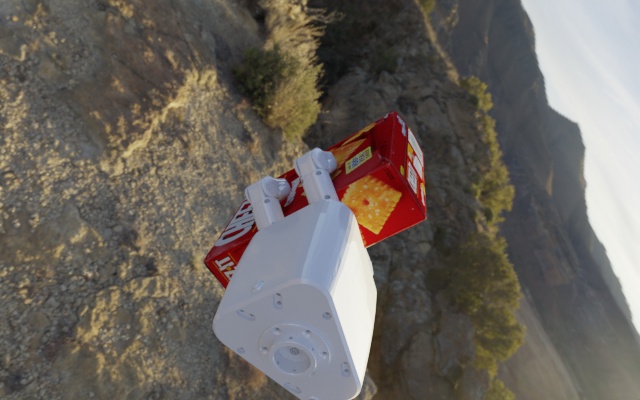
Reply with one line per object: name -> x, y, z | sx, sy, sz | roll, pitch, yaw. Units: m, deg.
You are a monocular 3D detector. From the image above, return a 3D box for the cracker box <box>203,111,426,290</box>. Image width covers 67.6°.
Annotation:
cracker box -> 0.000, 0.002, 0.502 | 0.214, 0.072, 0.164 | -27, 18, 22
